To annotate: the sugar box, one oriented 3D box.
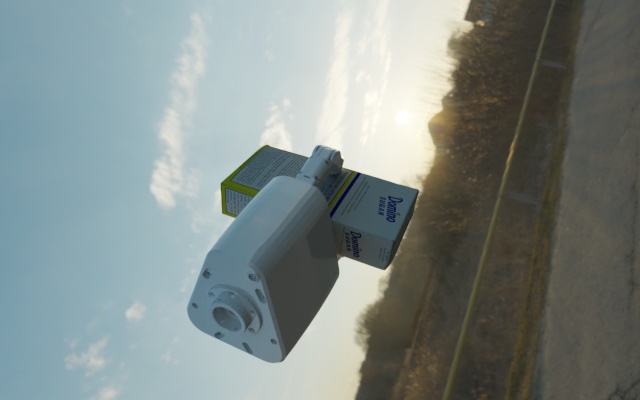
[{"bbox_3d":[0.000,0.002,0.478,0.176,0.048,0.093,20,39,15],"label":"sugar box"}]
